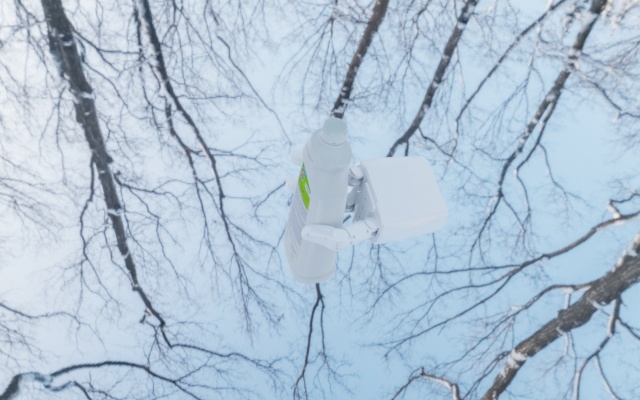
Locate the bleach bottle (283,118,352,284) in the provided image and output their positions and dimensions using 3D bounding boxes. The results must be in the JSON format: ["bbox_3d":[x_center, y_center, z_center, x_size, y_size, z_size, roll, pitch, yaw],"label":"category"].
[{"bbox_3d":[0.000,0.002,0.645,0.068,0.102,0.251,-8,-40,-20],"label":"bleach bottle"}]
